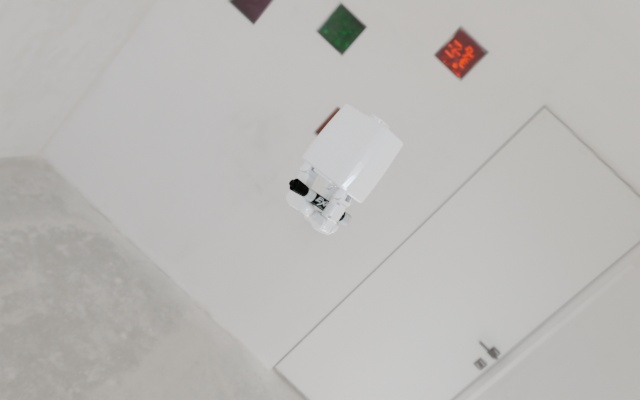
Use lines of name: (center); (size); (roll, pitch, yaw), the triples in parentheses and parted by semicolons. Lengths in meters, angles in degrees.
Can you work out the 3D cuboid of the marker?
marker: (0.000, 0.002, 0.684); (0.020, 0.020, 0.121); (0, -27, 48)
